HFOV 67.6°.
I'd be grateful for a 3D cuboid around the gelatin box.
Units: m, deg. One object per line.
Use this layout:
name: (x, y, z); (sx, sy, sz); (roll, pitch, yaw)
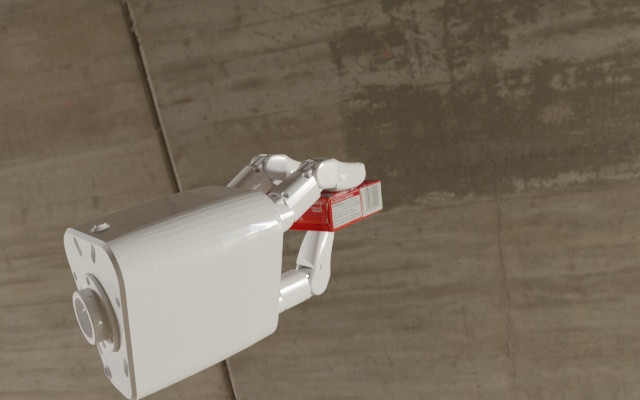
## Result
gelatin box: (0.000, 0.002, 0.403); (0.073, 0.030, 0.089); (2, 12, 34)
